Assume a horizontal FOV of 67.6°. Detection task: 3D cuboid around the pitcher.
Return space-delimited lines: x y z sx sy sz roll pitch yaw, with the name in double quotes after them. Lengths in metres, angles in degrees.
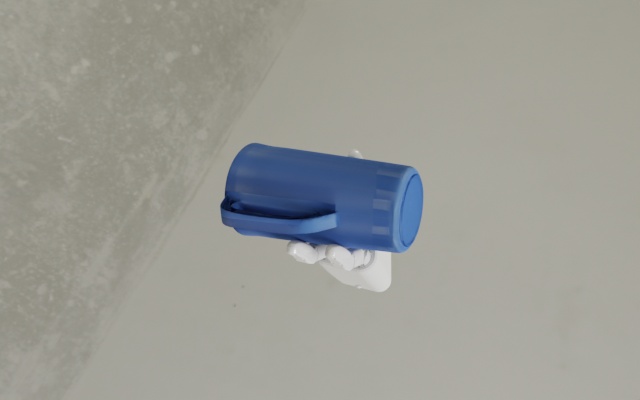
0.000 0.002 0.624 0.243 0.149 0.145 8 -24 27 "pitcher"
